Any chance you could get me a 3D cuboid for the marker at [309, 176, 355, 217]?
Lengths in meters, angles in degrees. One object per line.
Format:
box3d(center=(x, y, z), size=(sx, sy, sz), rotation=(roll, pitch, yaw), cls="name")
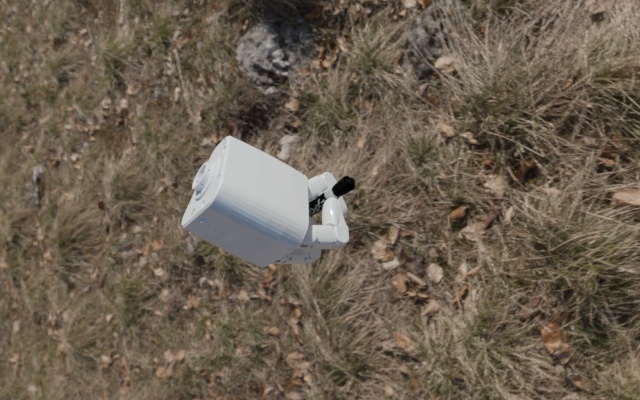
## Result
box3d(center=(0.000, 0.002, 0.587), size=(0.020, 0.020, 0.121), rotation=(0, -24, -41), cls="marker")
